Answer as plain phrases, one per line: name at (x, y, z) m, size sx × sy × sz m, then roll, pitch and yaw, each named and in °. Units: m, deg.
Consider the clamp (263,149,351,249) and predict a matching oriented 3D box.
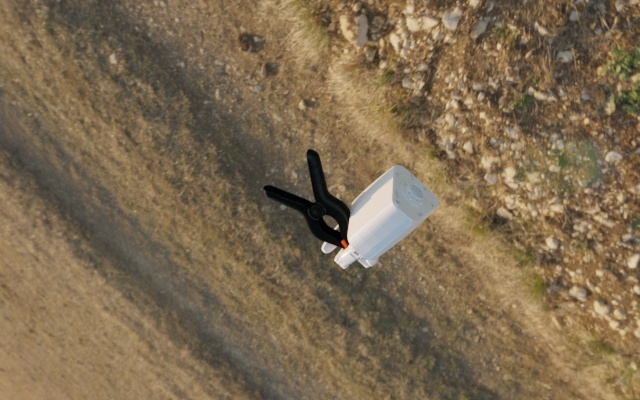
clamp at (0.000, 0.003, 0.766) m, size 0.120 × 0.171 × 0.039 m, roll -46°, pitch 5°, yaw 37°
